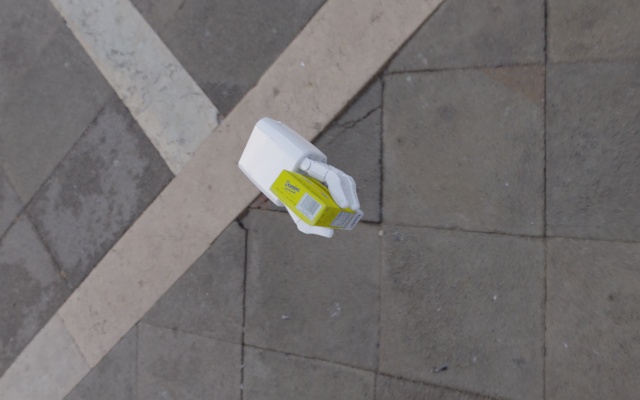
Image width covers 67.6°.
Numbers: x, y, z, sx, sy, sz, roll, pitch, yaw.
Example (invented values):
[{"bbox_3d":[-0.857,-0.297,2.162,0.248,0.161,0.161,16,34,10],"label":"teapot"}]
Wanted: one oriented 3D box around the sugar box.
[{"bbox_3d":[0.000,0.002,0.771,0.093,0.048,0.176,41,14,20],"label":"sugar box"}]
